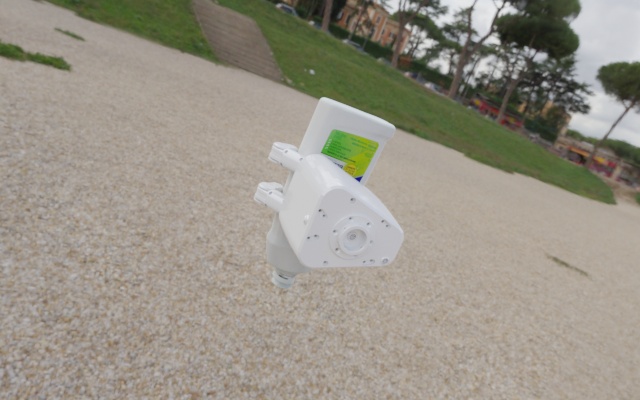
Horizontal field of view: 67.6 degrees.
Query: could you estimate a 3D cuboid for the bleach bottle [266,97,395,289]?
[{"bbox_3d":[0.000,0.002,0.619,0.102,0.251,0.068,17,16,-20],"label":"bleach bottle"}]
